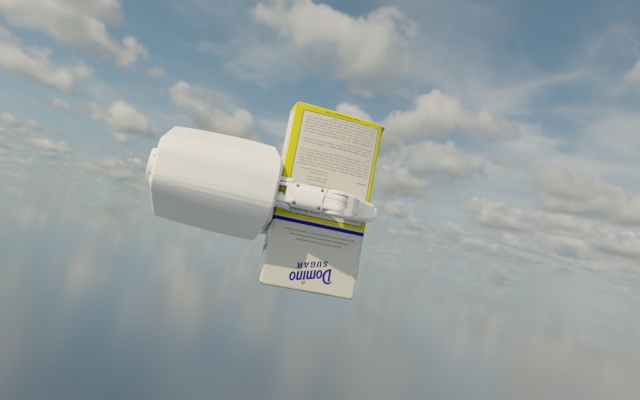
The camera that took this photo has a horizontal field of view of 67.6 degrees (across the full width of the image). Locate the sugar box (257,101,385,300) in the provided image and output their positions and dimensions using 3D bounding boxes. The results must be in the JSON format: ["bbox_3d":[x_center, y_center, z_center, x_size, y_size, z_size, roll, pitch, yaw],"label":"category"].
[{"bbox_3d":[0.000,0.001,0.473,0.093,0.176,0.048,13,-5,-13],"label":"sugar box"}]
